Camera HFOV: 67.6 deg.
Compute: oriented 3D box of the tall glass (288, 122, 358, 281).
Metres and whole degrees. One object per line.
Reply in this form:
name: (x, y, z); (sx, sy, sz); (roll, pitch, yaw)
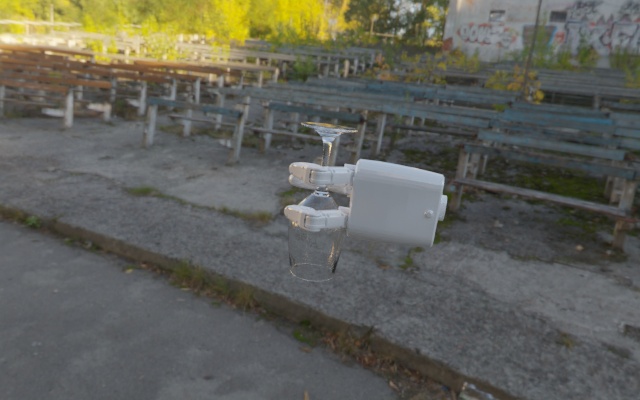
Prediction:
tall glass: (0.000, 0.001, 0.630); (0.079, 0.201, 0.079); (7, 13, -2)
